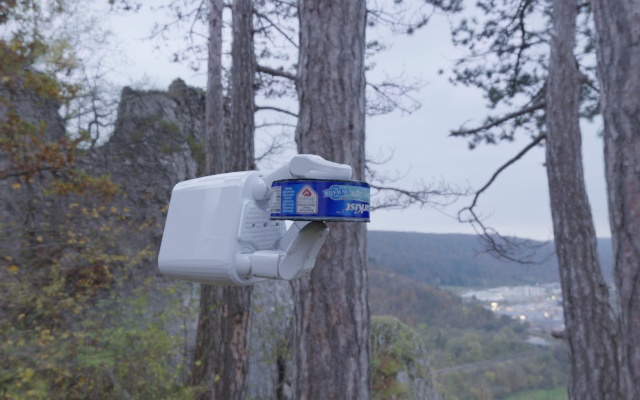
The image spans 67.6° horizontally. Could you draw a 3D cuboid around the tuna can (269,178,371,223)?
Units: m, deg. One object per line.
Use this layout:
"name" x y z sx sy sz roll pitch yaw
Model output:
"tuna can" 0.000 0.001 0.405 0.086 0.034 0.086 1 -3 0
